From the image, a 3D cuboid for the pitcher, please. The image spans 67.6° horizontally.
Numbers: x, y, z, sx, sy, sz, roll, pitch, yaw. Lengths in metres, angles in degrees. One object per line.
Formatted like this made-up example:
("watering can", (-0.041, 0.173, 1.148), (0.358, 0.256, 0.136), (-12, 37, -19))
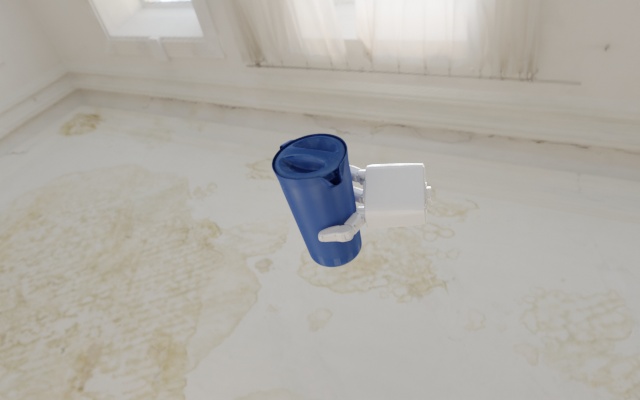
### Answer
("pitcher", (0.000, 0.003, 0.892), (0.145, 0.243, 0.149), (-3, 41, 15))
